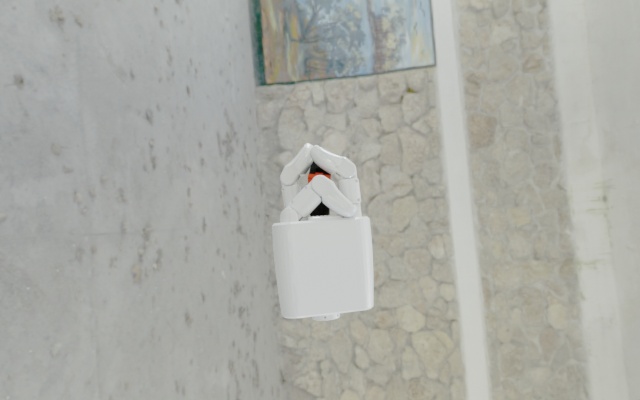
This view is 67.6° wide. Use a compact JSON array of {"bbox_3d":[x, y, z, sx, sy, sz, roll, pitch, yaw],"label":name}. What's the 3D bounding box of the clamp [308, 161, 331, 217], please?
[{"bbox_3d":[0.001,0.002,0.642,0.039,0.120,0.171,-5,-3,4],"label":"clamp"}]
